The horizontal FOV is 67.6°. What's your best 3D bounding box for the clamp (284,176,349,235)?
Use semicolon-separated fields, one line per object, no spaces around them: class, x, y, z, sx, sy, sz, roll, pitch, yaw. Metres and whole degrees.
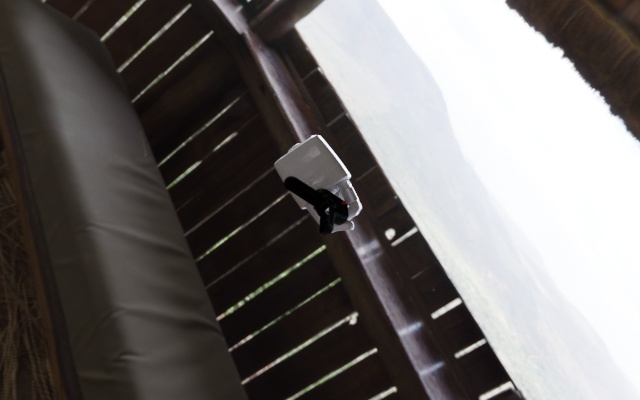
clamp;0.001;0.002;0.853;0.039;0.120;0.171;-37;-8;15
